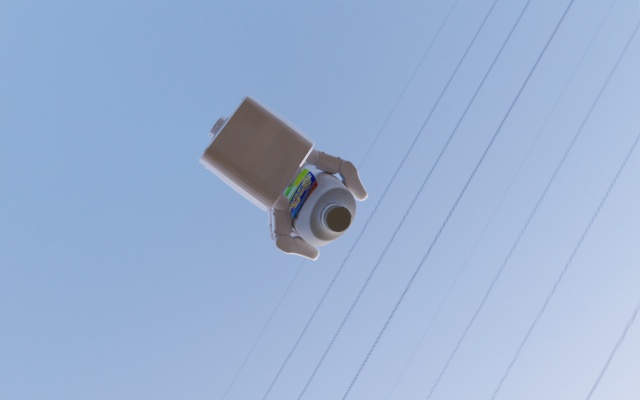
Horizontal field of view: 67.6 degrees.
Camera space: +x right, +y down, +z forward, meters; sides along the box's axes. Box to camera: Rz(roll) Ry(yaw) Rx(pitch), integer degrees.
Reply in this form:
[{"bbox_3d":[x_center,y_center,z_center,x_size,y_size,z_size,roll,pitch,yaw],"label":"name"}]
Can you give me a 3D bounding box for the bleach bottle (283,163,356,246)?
[{"bbox_3d":[0.000,0.002,0.628,0.068,0.102,0.251,36,-3,-12],"label":"bleach bottle"}]
